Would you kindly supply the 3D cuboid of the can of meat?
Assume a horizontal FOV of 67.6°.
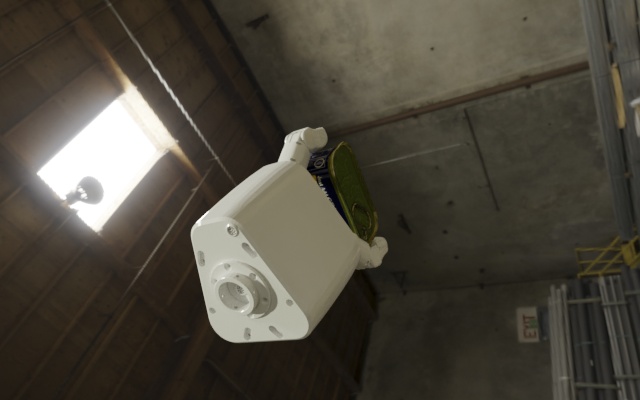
[{"bbox_3d":[0.000,0.002,0.482,0.084,0.102,0.057,-12,23,28],"label":"can of meat"}]
